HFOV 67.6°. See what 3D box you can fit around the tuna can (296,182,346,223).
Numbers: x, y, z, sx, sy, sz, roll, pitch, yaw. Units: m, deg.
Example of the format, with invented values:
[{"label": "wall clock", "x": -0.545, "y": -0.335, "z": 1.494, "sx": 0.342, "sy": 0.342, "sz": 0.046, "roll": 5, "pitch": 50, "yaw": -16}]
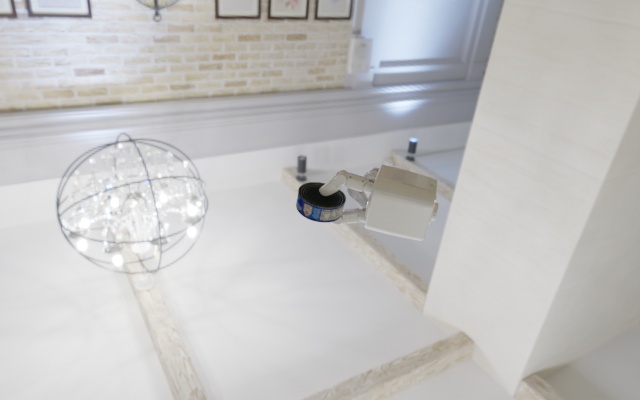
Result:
[{"label": "tuna can", "x": 0.000, "y": 0.003, "z": 0.846, "sx": 0.086, "sy": 0.034, "sz": 0.086, "roll": 9, "pitch": 30, "yaw": -5}]
